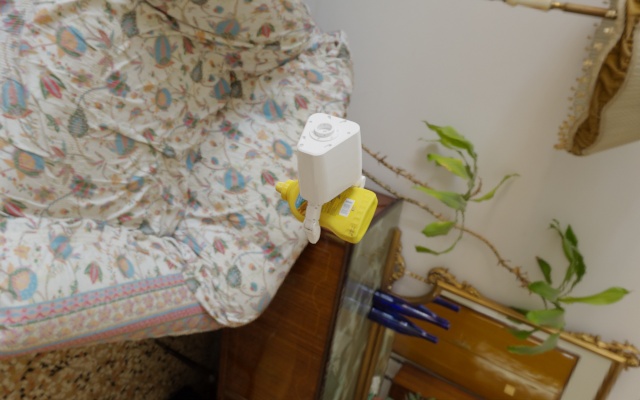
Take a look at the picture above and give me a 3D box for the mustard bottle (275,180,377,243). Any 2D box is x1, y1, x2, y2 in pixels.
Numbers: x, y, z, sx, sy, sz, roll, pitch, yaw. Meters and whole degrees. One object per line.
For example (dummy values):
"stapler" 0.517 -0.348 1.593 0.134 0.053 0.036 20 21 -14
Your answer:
"mustard bottle" 0.000 0.003 0.877 0.191 0.096 0.058 20 -16 23
